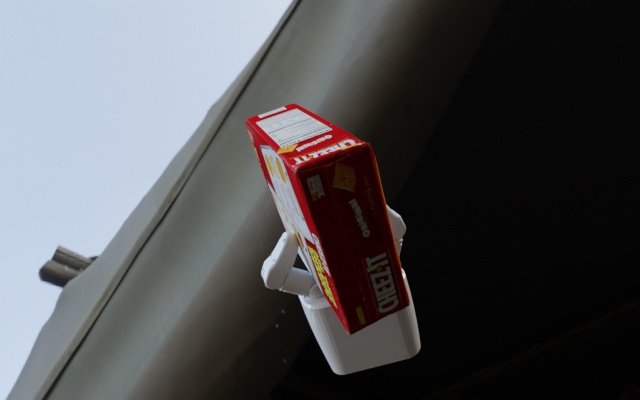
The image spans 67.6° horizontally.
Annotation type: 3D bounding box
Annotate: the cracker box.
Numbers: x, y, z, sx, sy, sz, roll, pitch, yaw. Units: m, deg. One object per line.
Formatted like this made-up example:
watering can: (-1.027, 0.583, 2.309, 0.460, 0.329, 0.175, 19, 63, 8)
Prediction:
cracker box: (0.000, 0.002, 0.481, 0.072, 0.164, 0.213, -23, 25, -11)
